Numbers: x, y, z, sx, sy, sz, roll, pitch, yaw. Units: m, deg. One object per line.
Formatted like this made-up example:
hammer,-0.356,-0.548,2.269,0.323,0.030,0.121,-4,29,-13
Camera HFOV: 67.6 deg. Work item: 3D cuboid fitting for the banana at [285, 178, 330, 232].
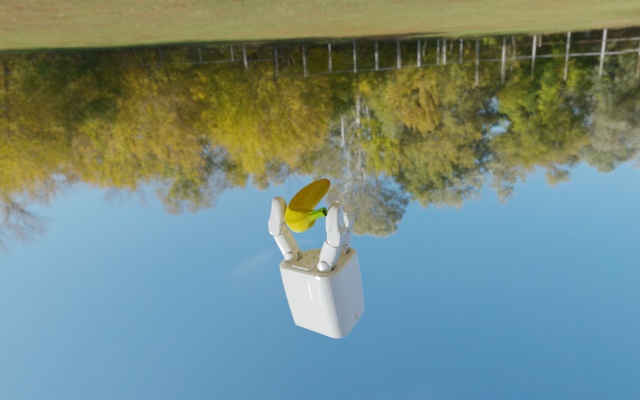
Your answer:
banana,-0.018,0.009,0.710,0.069,0.037,0.197,-17,15,6
